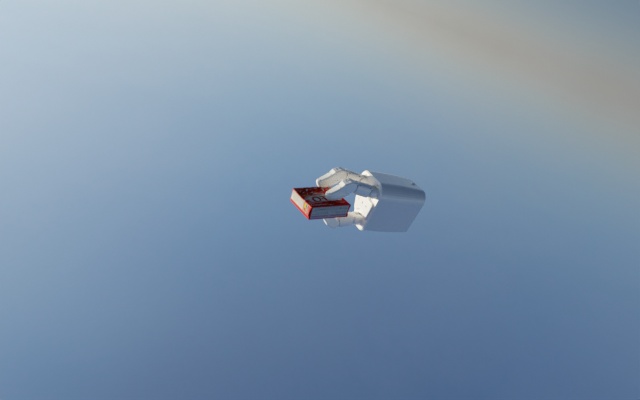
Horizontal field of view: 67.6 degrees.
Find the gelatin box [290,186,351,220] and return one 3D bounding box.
[{"bbox_3d":[0.000,0.003,0.888,0.089,0.030,0.073,-4,32,-33],"label":"gelatin box"}]
